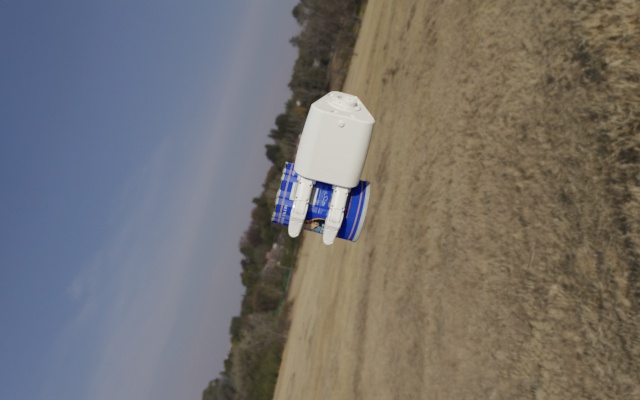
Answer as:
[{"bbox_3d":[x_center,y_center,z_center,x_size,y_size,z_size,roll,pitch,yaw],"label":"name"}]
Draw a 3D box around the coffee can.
[{"bbox_3d":[0.000,0.003,0.776,0.140,0.103,0.103,13,-1,-3],"label":"coffee can"}]
